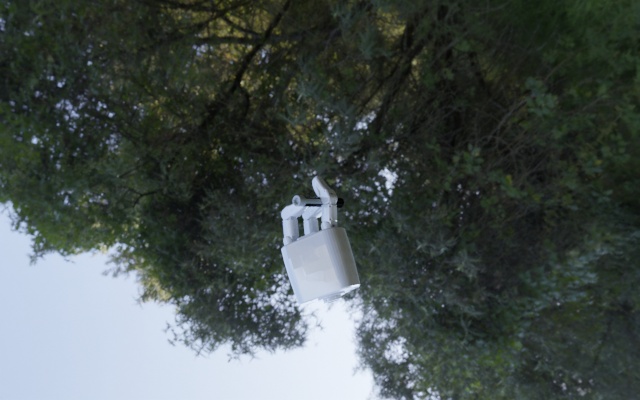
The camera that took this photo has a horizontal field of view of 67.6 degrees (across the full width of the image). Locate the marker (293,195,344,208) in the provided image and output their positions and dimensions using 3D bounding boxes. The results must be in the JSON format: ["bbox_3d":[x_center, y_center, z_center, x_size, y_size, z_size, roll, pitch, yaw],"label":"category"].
[{"bbox_3d":[0.000,0.003,0.836,0.020,0.020,0.121,0,-2,42],"label":"marker"}]
